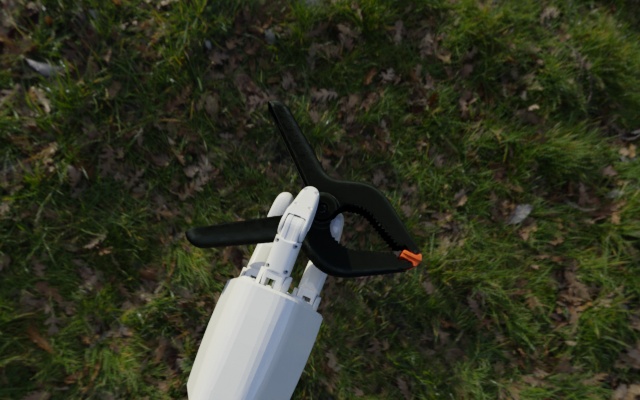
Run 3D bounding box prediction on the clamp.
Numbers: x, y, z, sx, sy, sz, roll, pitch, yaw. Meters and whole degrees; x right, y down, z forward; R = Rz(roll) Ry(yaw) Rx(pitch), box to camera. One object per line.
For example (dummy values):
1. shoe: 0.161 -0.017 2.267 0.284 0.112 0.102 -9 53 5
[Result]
1. clamp: 0.001 0.002 0.453 0.210 0.164 0.036 21 -15 4
